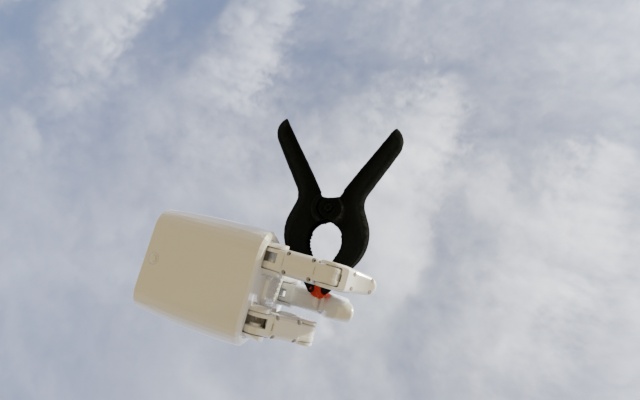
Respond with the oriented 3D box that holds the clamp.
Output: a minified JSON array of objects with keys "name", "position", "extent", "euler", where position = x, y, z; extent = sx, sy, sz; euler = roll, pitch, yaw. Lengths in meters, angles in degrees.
[{"name":"clamp","position":[0.000,0.002,0.449],"extent":[0.120,0.171,0.039],"euler":[14,-10,16]}]
